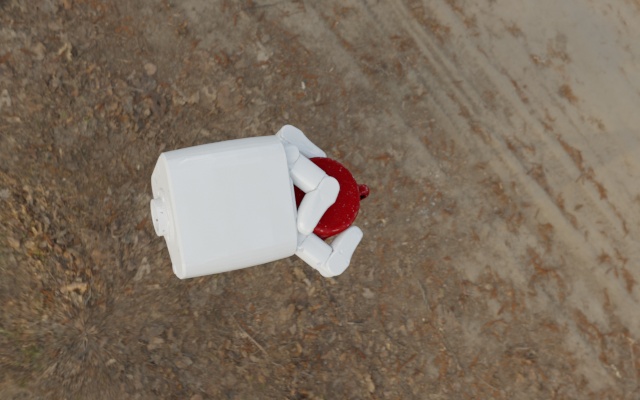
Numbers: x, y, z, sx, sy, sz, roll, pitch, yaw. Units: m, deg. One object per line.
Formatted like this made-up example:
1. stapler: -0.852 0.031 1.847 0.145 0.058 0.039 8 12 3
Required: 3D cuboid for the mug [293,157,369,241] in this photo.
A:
1. mug: 0.001 0.002 0.512 0.117 0.093 0.081 -8 -10 -27
